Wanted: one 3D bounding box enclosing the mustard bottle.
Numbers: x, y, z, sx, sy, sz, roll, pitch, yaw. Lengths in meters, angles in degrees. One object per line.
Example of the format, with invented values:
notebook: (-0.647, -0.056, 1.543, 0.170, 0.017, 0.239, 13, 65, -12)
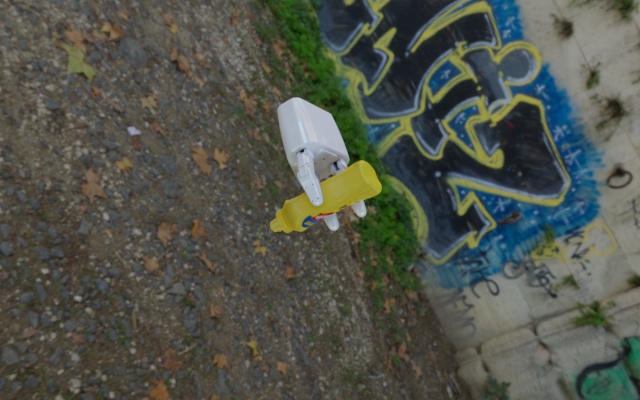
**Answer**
mustard bottle: (0.000, 0.003, 0.774, 0.191, 0.058, 0.096, -27, -8, 17)
